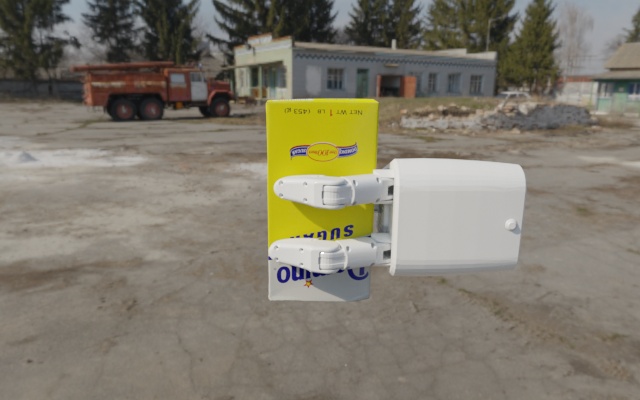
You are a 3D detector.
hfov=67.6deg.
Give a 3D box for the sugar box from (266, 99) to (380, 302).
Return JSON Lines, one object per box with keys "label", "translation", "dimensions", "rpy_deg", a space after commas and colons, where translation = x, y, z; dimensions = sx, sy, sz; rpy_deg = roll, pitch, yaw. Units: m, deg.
{"label": "sugar box", "translation": [0.000, 0.001, 0.417], "dimensions": [0.093, 0.176, 0.048], "rpy_deg": [0, 13, -1]}
